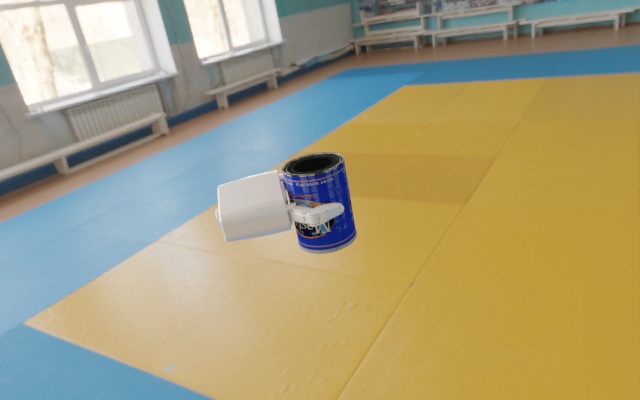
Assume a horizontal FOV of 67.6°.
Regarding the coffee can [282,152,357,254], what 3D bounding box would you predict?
[{"bbox_3d":[0.000,0.003,0.793,0.103,0.140,0.102,-9,23,4],"label":"coffee can"}]
